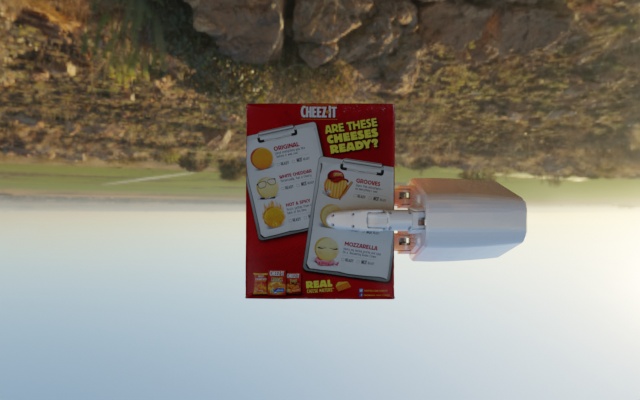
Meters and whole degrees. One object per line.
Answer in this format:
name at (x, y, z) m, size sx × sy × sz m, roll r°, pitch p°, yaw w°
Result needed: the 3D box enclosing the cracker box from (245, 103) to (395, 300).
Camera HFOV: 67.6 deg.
cracker box at (0.000, 0.002, 0.545) m, size 0.164 × 0.213 × 0.072 m, roll 0°, pitch -2°, yaw -1°
